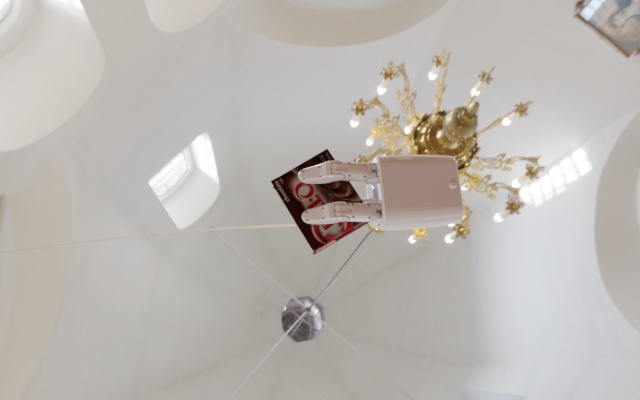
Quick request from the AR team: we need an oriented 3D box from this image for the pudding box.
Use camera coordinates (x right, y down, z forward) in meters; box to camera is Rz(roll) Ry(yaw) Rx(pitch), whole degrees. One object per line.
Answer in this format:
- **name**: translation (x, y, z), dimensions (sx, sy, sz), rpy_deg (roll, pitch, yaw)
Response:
- **pudding box**: translation (0.000, 0.002, 0.638), dimensions (0.090, 0.113, 0.039), rpy_deg (-31, -14, -10)
